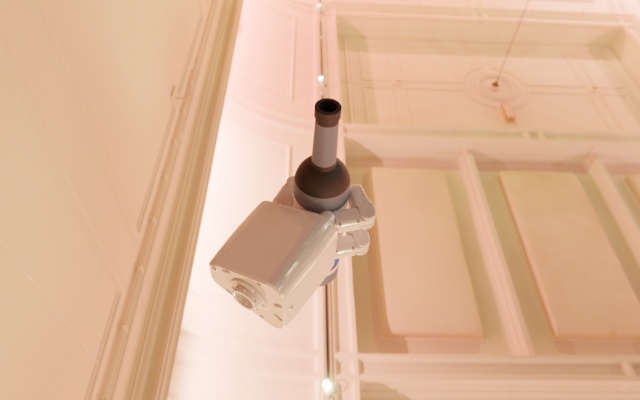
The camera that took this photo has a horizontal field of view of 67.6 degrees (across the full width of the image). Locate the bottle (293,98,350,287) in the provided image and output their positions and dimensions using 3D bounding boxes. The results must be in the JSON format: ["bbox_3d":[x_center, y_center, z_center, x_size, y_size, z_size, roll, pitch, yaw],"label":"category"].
[{"bbox_3d":[0.000,0.002,0.587,0.069,0.069,0.296,0,-41,-4],"label":"bottle"}]
